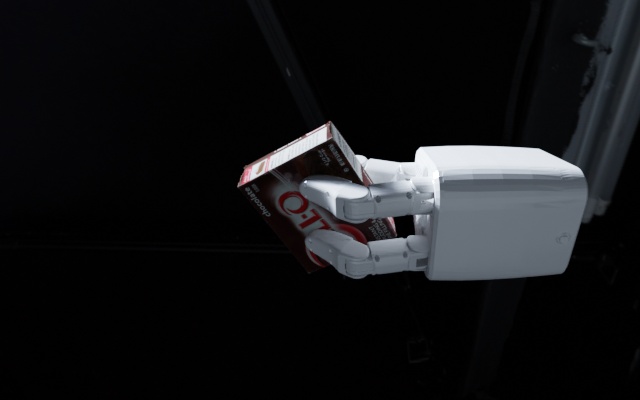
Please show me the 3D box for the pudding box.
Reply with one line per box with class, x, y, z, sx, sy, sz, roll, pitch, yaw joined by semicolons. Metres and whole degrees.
pudding box;0.000;0.001;0.407;0.090;0.113;0.039;-26;28;18
